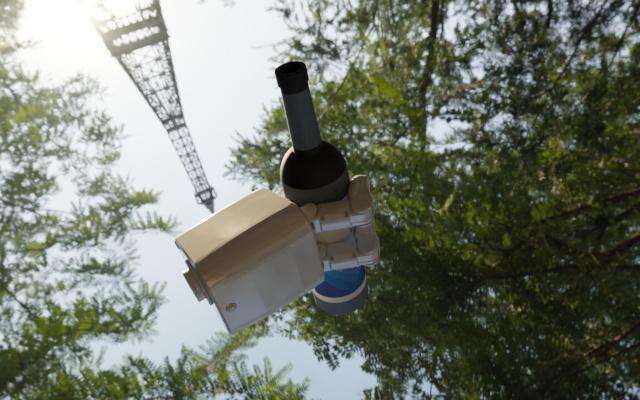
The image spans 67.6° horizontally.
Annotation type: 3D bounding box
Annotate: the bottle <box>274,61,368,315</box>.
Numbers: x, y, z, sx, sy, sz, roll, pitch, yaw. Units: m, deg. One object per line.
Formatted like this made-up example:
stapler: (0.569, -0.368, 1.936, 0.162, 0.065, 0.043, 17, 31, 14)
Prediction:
bottle: (0.000, 0.002, 0.487, 0.069, 0.296, 0.069, -8, 40, 6)
